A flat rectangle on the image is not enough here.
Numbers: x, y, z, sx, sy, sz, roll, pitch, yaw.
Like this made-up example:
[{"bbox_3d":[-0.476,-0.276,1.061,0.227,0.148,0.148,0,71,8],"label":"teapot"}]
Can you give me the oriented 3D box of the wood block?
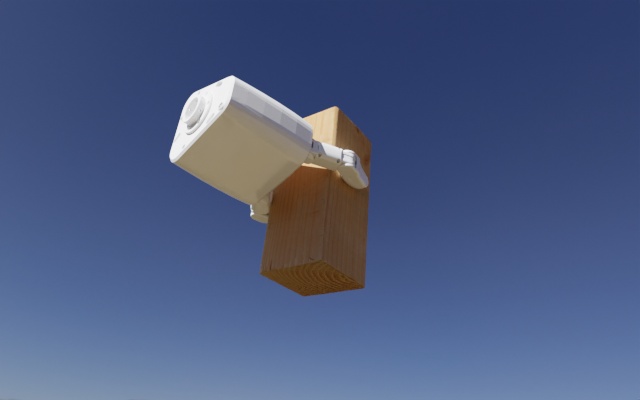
[{"bbox_3d":[0.000,0.002,0.587,0.091,0.206,0.090,-15,-35,32],"label":"wood block"}]
